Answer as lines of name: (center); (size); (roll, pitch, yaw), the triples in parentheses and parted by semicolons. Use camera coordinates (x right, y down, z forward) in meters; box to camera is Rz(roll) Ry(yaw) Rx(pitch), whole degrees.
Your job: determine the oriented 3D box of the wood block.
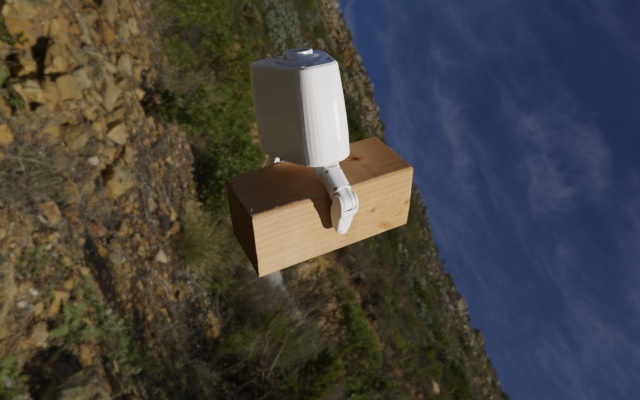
wood block: (0.000, 0.002, 0.586); (0.206, 0.090, 0.090); (-18, 41, -21)
